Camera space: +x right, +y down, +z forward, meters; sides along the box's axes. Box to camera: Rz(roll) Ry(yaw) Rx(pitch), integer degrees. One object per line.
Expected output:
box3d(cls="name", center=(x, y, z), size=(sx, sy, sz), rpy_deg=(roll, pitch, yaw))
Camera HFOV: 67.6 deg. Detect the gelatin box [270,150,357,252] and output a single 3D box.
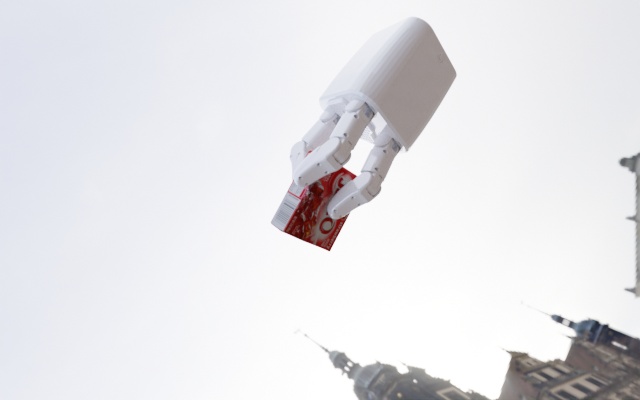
box3d(cls="gelatin box", center=(0.000, 0.002, 0.504), size=(0.073, 0.089, 0.030), rpy_deg=(27, 2, -43))
